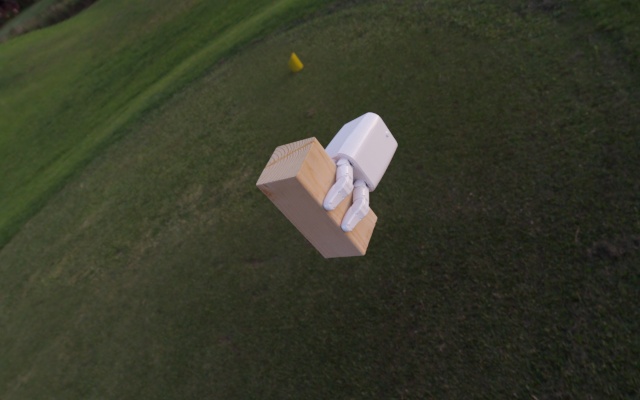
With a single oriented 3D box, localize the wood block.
[{"bbox_3d":[0.000,0.002,0.816,0.091,0.090,0.206,-9,-46,39],"label":"wood block"}]
